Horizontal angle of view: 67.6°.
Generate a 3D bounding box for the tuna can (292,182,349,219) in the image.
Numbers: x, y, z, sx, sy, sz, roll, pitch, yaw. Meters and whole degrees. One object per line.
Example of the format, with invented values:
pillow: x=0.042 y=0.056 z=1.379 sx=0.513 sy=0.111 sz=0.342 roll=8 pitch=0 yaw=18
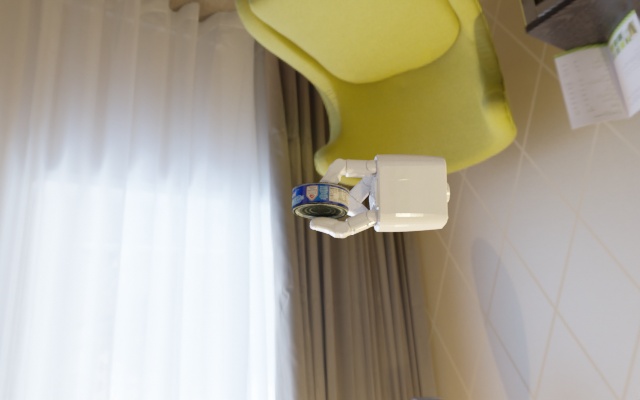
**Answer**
tuna can: x=0.000 y=0.003 z=0.711 sx=0.086 sy=0.033 sz=0.086 roll=2 pitch=-18 yaw=1
